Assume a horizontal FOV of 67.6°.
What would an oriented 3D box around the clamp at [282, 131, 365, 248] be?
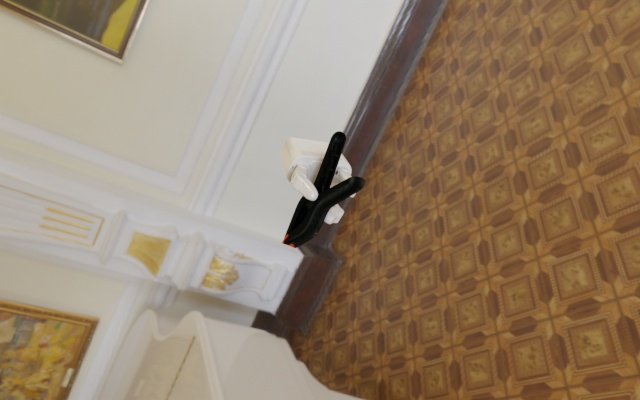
[{"bbox_3d":[-0.001,0.003,0.782,0.036,0.210,0.164,23,20,-22],"label":"clamp"}]
